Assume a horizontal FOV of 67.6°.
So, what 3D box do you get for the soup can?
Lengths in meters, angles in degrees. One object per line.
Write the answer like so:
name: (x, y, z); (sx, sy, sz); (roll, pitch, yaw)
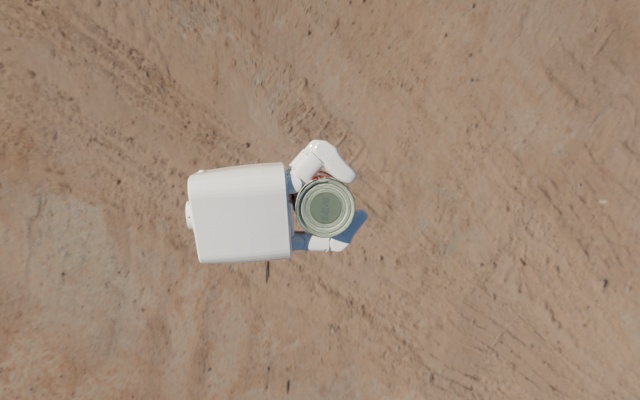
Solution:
soup can: (0.001, 0.002, 0.565); (0.068, 0.068, 0.102); (0, 8, -7)
